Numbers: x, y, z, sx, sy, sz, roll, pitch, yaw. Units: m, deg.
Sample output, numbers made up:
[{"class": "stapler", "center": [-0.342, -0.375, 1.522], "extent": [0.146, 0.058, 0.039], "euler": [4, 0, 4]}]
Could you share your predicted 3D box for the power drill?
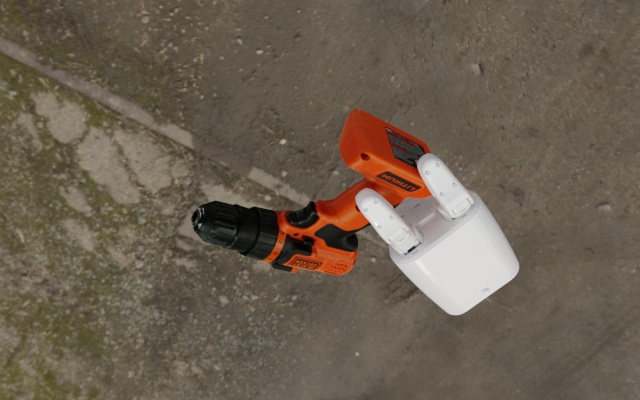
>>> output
[{"class": "power drill", "center": [0.001, 0.001, 0.439], "extent": [0.184, 0.057, 0.188], "euler": [17, -42, -36]}]
